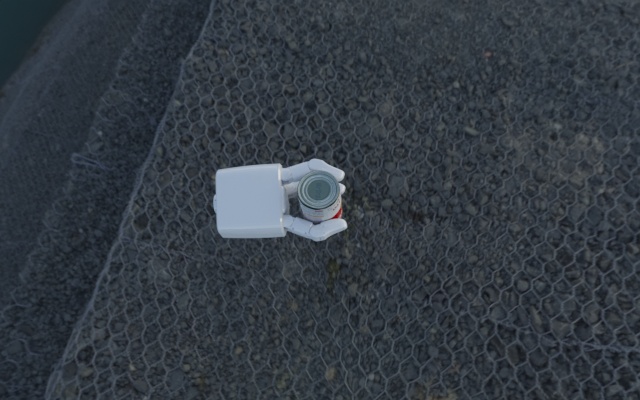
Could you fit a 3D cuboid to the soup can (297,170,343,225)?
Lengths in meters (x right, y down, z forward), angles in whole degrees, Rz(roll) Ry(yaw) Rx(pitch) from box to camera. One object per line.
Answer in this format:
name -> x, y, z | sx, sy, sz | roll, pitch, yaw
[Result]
soup can -> 0.001, 0.002, 0.770 | 0.068, 0.068, 0.102 | 0, -24, 4
